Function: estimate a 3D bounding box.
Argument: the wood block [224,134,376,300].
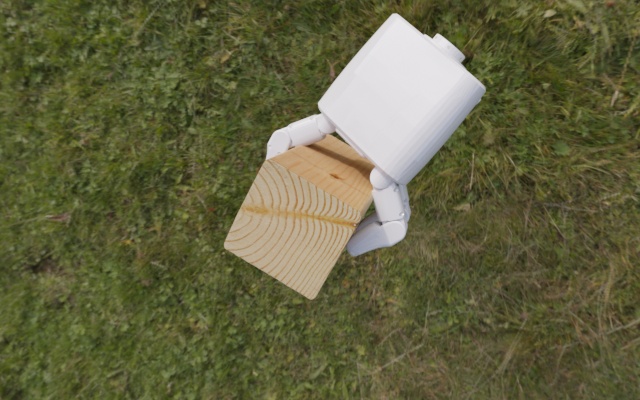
[{"bbox_3d":[0.000,0.001,0.478,0.091,0.090,0.206,31,18,6],"label":"wood block"}]
